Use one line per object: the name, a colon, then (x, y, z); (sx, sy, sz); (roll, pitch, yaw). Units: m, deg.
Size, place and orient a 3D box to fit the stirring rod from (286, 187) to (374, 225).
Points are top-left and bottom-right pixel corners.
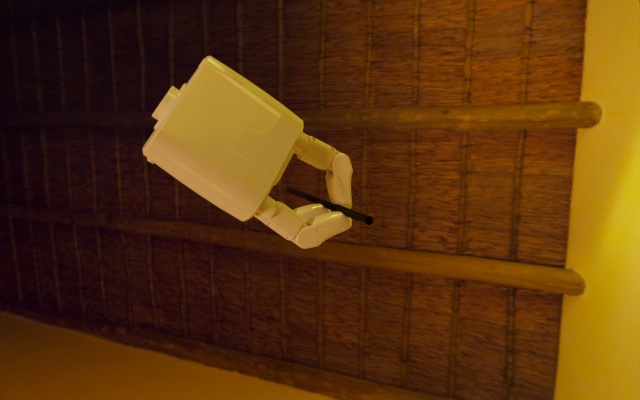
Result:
stirring rod: (0.000, 0.002, 0.522); (0.011, 0.011, 0.239); (0, 7, -21)
